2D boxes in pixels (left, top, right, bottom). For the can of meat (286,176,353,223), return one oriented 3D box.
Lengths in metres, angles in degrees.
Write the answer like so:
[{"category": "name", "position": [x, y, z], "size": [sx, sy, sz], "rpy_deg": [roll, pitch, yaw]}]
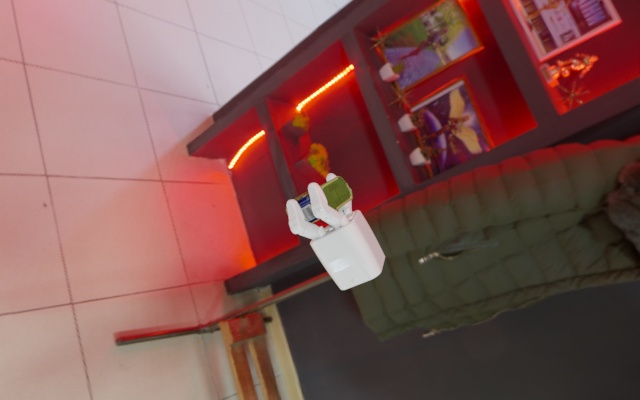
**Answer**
[{"category": "can of meat", "position": [0.000, 0.003, 0.873], "size": [0.084, 0.057, 0.102], "rpy_deg": [-28, 3, 33]}]
